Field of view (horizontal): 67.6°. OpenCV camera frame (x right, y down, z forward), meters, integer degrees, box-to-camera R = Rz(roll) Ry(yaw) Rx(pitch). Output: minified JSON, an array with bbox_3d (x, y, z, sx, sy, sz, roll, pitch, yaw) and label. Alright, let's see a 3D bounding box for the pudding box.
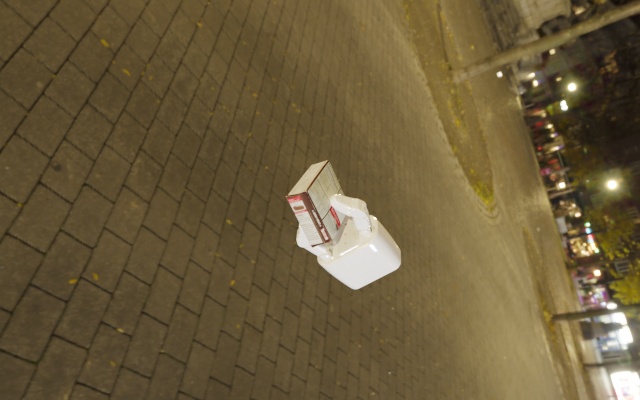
[{"bbox_3d":[0.000,0.002,0.720,0.039,0.090,0.113,-18,20,26],"label":"pudding box"}]
